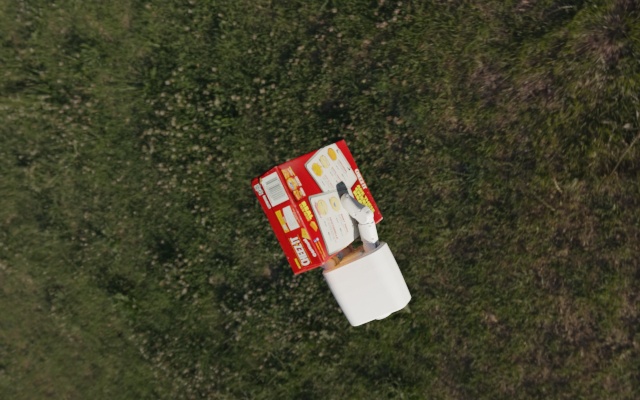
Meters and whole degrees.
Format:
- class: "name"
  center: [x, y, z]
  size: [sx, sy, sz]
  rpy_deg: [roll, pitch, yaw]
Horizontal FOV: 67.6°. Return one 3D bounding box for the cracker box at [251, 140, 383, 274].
- class: "cracker box"
  center: [0.000, 0.003, 0.800]
  size: [0.072, 0.164, 0.213]
  rpy_deg: [-24, 3, 36]
